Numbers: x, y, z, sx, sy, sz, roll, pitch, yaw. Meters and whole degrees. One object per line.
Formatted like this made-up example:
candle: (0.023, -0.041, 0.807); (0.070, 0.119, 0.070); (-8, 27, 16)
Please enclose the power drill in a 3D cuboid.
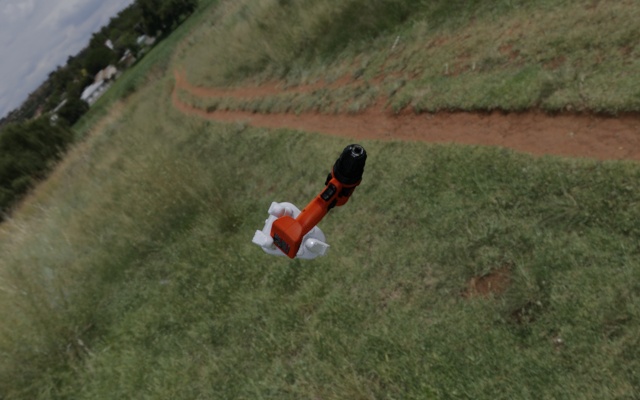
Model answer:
power drill: (0.000, 0.003, 0.797); (0.187, 0.057, 0.184); (-43, -12, -23)
